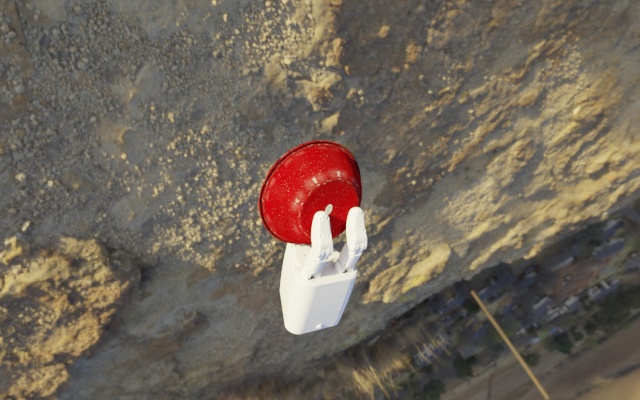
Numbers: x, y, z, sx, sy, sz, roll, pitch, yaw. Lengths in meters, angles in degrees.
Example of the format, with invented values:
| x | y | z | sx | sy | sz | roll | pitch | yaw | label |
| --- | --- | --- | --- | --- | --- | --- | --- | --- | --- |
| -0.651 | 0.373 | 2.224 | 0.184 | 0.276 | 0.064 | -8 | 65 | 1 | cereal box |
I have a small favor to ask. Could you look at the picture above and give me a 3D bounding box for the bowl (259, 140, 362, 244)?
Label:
| x | y | z | sx | sy | sz | roll | pitch | yaw | label |
| --- | --- | --- | --- | --- | --- | --- | --- | --- | --- |
| 0.000 | 0.001 | 0.654 | 0.162 | 0.162 | 0.055 | 0 | 25 | -31 | bowl |
